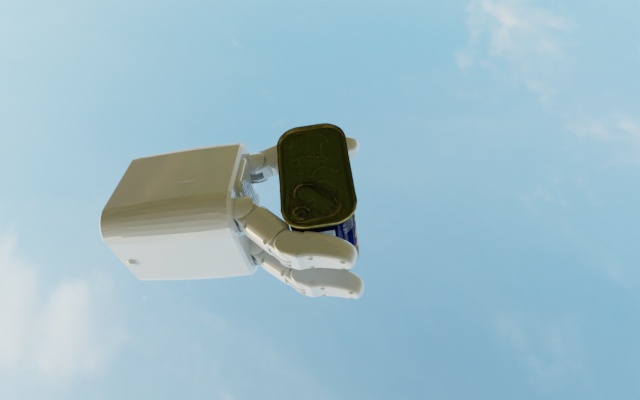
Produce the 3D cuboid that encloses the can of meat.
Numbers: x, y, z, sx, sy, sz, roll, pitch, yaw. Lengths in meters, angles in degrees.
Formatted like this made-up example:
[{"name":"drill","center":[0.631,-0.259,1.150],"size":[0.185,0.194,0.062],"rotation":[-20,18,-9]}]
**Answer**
[{"name":"can of meat","center":[0.000,0.001,0.404],"size":[0.057,0.102,0.084],"rotation":[-9,-37,2]}]
